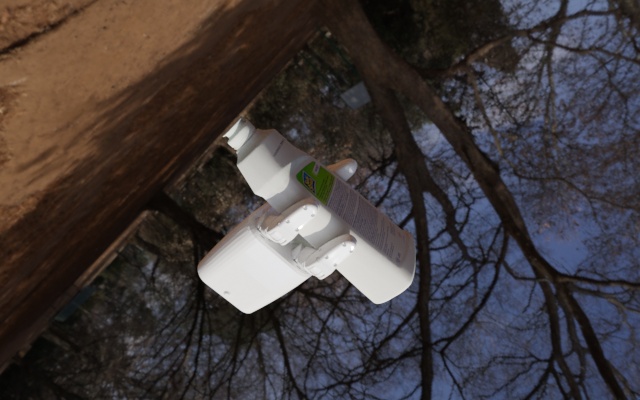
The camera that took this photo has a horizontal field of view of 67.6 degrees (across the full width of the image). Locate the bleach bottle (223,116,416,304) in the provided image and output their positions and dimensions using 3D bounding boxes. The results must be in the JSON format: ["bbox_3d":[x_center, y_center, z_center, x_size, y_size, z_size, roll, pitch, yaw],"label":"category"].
[{"bbox_3d":[0.000,0.002,0.525,0.068,0.251,0.102,-38,19,28],"label":"bleach bottle"}]
